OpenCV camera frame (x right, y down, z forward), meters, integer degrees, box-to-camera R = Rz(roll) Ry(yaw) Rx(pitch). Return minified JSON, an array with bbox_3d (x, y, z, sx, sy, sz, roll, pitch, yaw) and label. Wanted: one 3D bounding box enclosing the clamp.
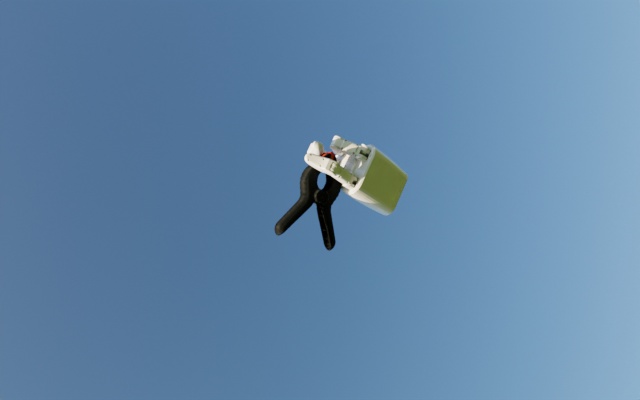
[{"bbox_3d":[0.000,0.002,0.835,0.120,0.171,0.039,31,-11,-35],"label":"clamp"}]
